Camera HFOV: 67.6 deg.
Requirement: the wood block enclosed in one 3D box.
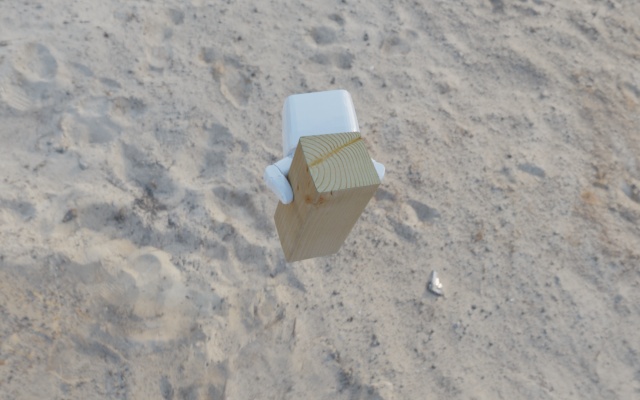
[{"bbox_3d":[0.000,0.002,0.696,0.091,0.090,0.206,-8,-29,-21],"label":"wood block"}]
